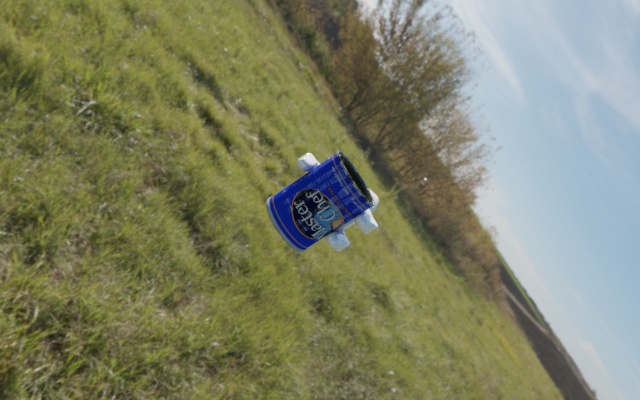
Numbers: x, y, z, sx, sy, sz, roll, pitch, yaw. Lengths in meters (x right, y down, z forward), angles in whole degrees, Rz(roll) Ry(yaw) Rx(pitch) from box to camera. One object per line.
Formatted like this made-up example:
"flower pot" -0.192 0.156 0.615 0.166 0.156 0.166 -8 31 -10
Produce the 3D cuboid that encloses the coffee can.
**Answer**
"coffee can" 0.000 0.003 0.755 0.140 0.103 0.103 -34 -9 13
